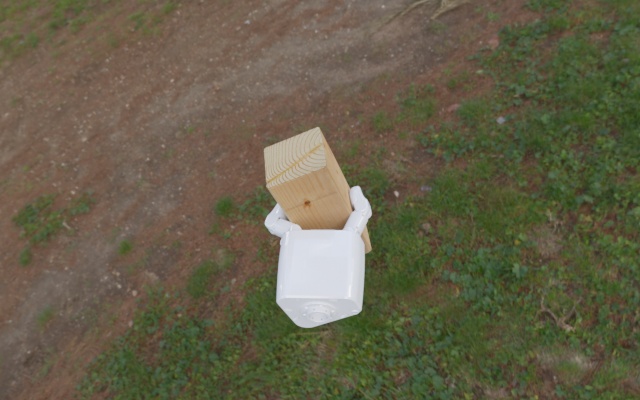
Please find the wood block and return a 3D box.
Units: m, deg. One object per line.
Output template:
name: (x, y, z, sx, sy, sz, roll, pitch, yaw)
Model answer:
wood block: (0.000, 0.003, 0.738, 0.091, 0.090, 0.206, -20, -45, 10)
